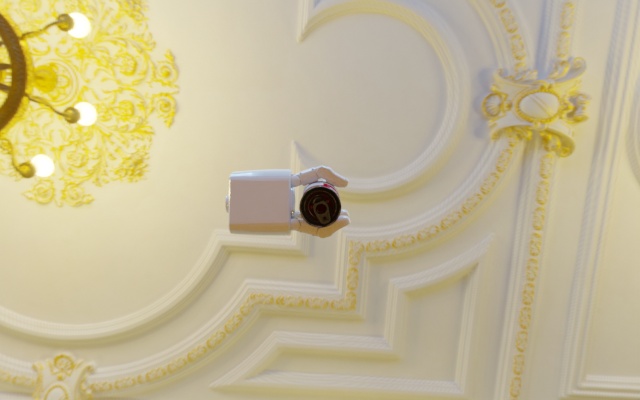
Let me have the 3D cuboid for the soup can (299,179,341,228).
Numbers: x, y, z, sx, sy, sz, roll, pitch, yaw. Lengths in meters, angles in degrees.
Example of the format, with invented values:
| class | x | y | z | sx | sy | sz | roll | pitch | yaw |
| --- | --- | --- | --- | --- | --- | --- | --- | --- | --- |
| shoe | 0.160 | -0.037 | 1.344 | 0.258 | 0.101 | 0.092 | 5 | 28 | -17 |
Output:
| class | x | y | z | sx | sy | sz | roll | pitch | yaw |
| --- | --- | --- | --- | --- | --- | --- | --- | --- | --- |
| soup can | 0.001 | 0.002 | 0.815 | 0.068 | 0.068 | 0.102 | 0 | 10 | 0 |
